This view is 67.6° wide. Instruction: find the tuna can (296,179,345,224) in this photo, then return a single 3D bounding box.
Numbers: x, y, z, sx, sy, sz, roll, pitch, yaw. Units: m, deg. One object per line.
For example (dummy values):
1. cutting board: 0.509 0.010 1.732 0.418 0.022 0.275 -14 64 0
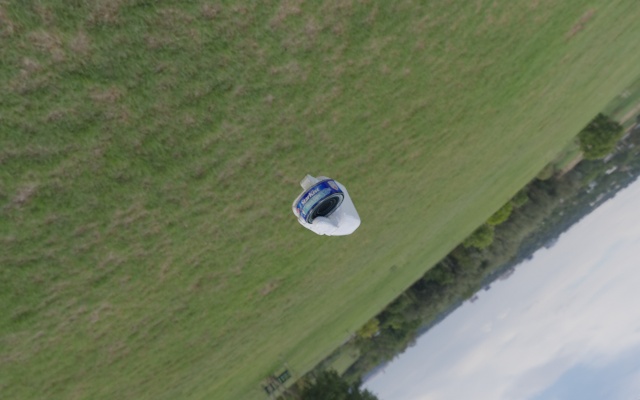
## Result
1. tuna can: 0.000 0.003 0.842 0.086 0.033 0.086 -32 -22 -15
